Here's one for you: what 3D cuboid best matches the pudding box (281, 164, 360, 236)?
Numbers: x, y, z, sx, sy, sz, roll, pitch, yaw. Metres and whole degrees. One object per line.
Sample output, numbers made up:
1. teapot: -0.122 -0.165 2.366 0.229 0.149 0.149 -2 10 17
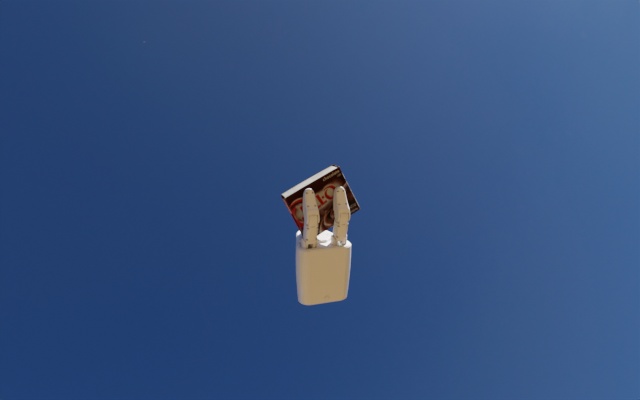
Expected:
1. pudding box: 0.000 0.003 0.839 0.113 0.090 0.039 -32 22 -10
